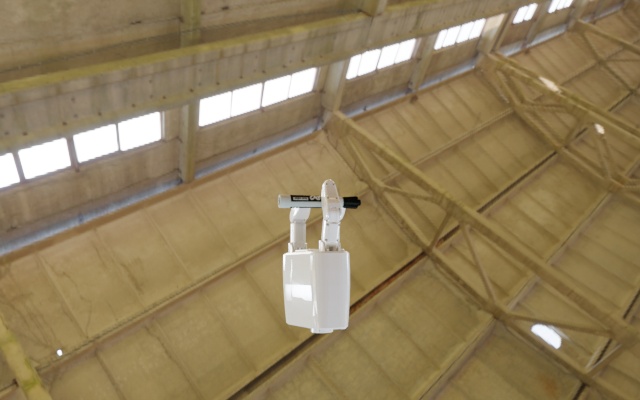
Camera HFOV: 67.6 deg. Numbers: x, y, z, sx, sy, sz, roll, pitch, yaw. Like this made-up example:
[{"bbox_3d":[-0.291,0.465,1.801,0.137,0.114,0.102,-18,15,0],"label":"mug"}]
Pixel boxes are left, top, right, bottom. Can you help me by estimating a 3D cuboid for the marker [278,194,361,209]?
[{"bbox_3d":[0.000,0.002,0.683,0.121,0.020,0.020,1,0,-16],"label":"marker"}]
